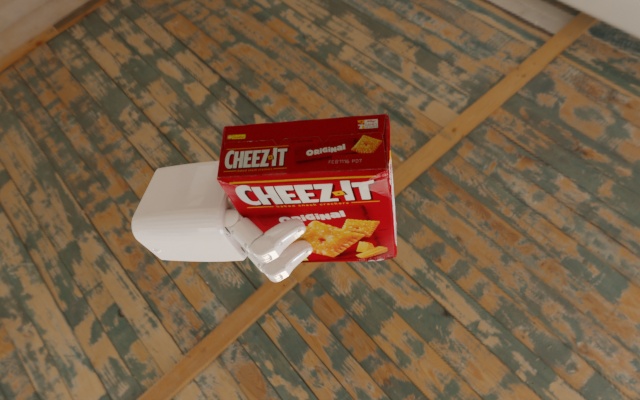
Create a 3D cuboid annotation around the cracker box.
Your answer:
[{"bbox_3d":[0.000,0.002,0.533,0.164,0.072,0.214,-3,-29,9],"label":"cracker box"}]
